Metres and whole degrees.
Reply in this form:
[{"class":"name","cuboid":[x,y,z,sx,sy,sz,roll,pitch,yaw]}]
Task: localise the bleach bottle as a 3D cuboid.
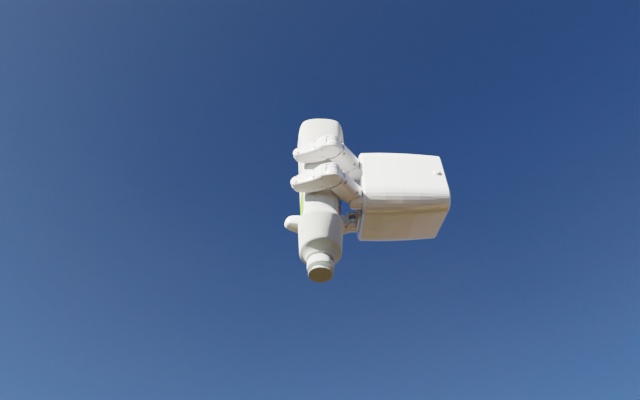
[{"class":"bleach bottle","cuboid":[0.000,0.002,0.625,0.068,0.103,0.250,0,44,0]}]
